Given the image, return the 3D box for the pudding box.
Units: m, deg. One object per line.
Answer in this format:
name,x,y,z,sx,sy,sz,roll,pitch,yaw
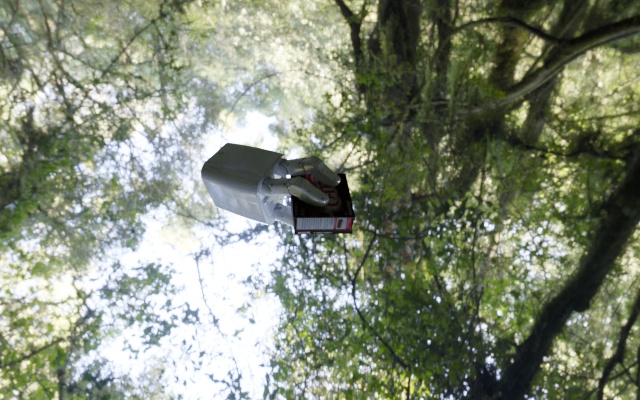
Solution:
pudding box,0.000,0.003,0.724,0.090,0.039,0.113,-1,40,-6
